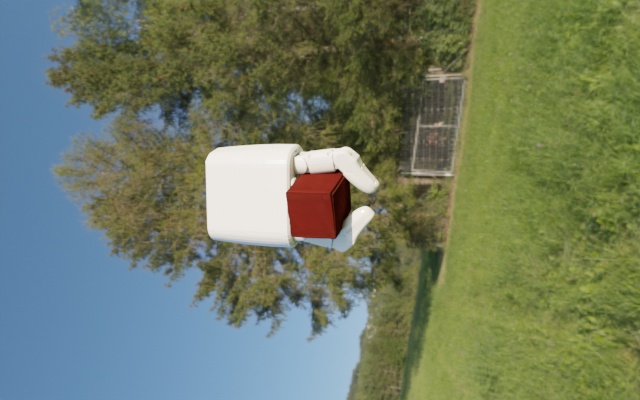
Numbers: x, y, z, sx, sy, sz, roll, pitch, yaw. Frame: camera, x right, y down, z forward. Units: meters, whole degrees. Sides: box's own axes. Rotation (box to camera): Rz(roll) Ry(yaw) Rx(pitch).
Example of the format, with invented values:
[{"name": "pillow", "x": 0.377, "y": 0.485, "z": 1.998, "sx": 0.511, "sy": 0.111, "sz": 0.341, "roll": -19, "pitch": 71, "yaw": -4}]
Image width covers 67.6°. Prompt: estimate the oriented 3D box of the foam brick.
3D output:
[{"name": "foam brick", "x": 0.000, "y": 0.002, "z": 0.522, "sx": 0.051, "sy": 0.053, "sz": 0.078, "roll": 2, "pitch": 23, "yaw": 16}]
